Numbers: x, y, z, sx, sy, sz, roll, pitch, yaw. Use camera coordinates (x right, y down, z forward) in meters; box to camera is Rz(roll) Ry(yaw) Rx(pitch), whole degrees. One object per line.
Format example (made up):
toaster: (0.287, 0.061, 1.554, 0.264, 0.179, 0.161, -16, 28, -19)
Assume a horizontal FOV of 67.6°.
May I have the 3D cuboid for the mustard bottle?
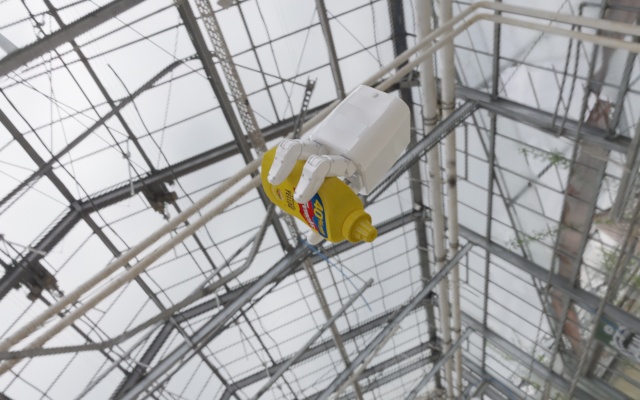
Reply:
mustard bottle: (0.000, 0.002, 0.625, 0.058, 0.096, 0.191, -32, 45, -29)
